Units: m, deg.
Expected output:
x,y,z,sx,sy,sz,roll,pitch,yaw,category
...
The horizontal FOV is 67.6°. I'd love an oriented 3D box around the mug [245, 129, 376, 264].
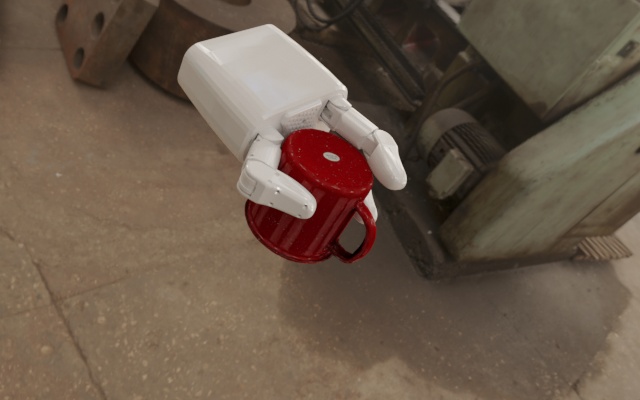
x,y,z,sx,sy,sz,roll,pitch,yaw,category
0.001,0.002,0.405,0.093,0.117,0.081,-20,-30,-48,mug
